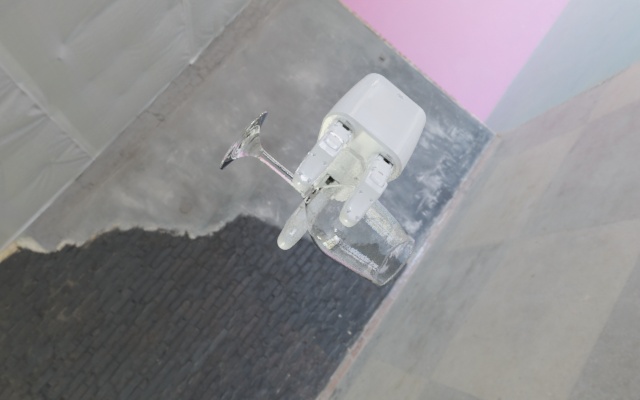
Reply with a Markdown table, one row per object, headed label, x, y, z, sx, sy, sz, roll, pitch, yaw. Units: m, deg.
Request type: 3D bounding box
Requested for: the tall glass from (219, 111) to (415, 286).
| label | x | y | z | sx | sy | sz | roll | pitch | yaw |
| --- | --- | --- | --- | --- | --- | --- | --- | --- | --- |
| tall glass | -0.001 | 0.001 | 0.485 | 0.201 | 0.079 | 0.079 | 39 | -3 | -4 |
